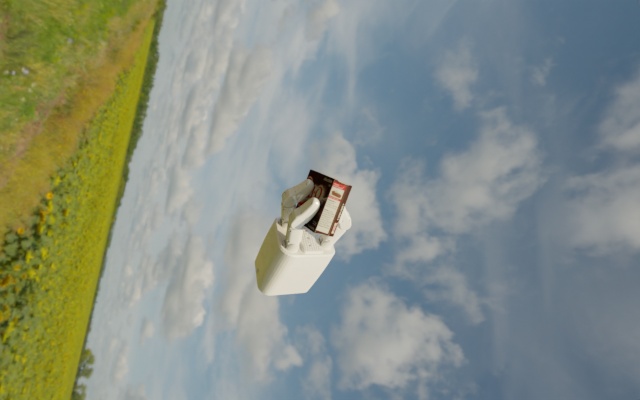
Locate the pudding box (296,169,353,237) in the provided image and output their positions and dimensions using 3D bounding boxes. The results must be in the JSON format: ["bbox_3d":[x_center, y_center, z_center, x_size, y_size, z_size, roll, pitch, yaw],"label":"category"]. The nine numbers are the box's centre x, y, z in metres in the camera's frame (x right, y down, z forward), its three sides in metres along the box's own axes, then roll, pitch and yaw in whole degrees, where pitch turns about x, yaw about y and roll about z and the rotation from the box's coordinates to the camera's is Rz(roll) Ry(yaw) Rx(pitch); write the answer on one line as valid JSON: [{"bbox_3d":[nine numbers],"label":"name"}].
[{"bbox_3d":[0.000,0.003,0.780,0.039,0.090,0.113,18,4,-26],"label":"pudding box"}]
